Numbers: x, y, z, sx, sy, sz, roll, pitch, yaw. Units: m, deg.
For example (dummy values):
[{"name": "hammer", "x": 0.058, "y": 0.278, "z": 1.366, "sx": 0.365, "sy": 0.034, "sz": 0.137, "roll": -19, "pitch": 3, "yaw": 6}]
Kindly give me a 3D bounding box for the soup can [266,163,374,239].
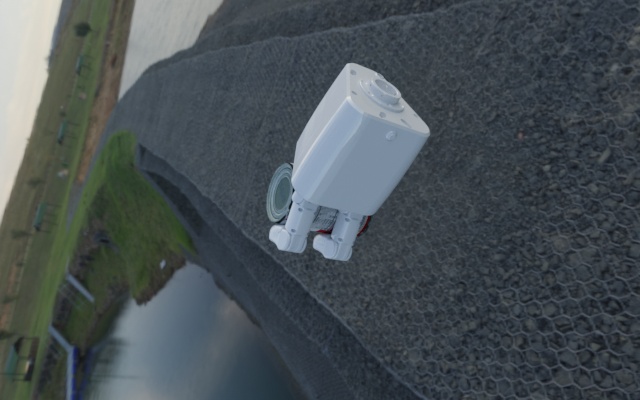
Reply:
[{"name": "soup can", "x": 0.000, "y": 0.002, "z": 0.528, "sx": 0.102, "sy": 0.068, "sz": 0.068, "roll": 13, "pitch": -6, "yaw": -28}]
